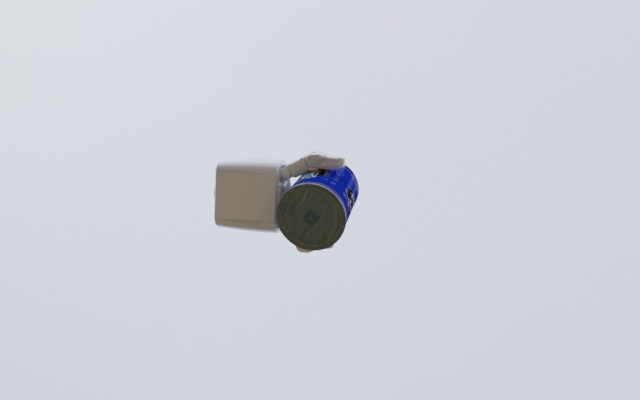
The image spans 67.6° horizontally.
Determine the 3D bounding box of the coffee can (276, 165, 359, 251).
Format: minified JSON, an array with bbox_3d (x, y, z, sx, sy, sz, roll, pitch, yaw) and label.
[{"bbox_3d":[0.000,0.002,0.743,0.103,0.103,0.140,0,19,13],"label":"coffee can"}]
